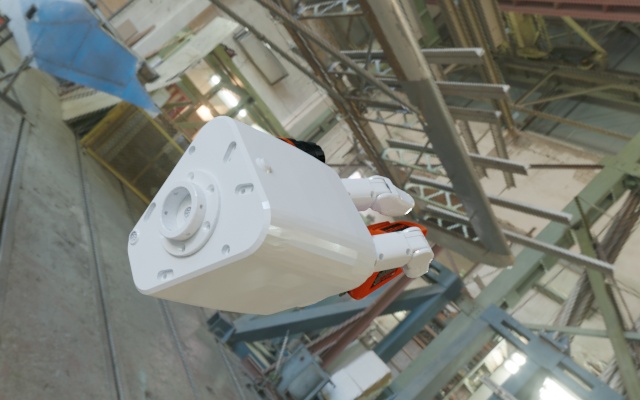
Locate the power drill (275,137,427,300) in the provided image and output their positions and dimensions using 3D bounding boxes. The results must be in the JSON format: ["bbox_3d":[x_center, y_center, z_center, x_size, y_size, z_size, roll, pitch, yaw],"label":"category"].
[{"bbox_3d":[0.000,0.002,0.441,0.187,0.057,0.184,34,25,23],"label":"power drill"}]
